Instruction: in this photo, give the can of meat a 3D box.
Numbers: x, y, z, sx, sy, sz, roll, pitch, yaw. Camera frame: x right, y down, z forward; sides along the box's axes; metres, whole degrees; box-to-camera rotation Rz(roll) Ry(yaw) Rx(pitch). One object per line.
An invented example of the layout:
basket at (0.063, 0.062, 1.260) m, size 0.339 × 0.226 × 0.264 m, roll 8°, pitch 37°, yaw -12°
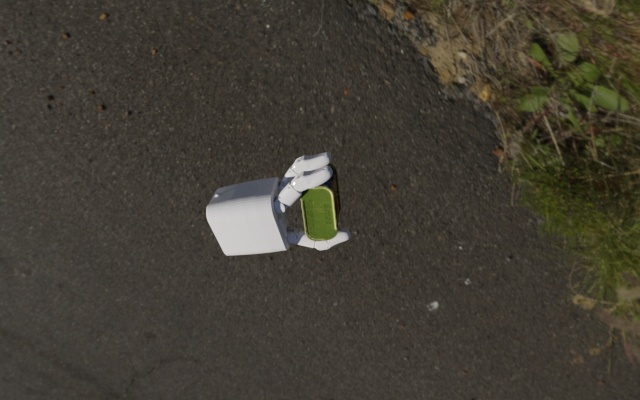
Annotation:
can of meat at (0.000, 0.003, 0.756) m, size 0.057 × 0.102 × 0.084 m, roll -4°, pitch 27°, yaw 6°
